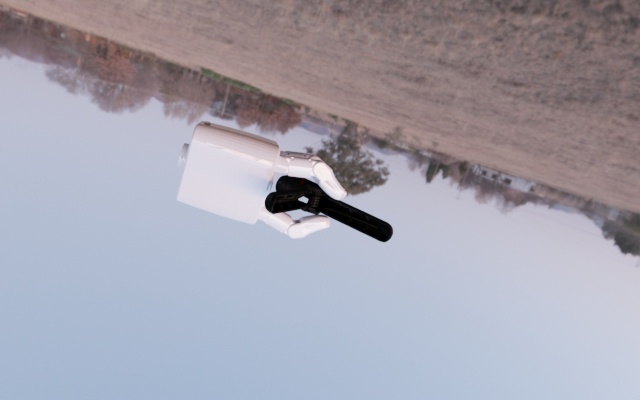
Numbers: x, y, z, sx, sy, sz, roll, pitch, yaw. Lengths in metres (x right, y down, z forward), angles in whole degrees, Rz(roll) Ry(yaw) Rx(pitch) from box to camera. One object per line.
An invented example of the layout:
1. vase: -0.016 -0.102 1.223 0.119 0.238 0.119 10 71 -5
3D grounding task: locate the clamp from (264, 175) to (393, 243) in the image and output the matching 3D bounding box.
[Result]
1. clamp: 0.000 0.003 0.648 0.164 0.036 0.210 18 10 -13
